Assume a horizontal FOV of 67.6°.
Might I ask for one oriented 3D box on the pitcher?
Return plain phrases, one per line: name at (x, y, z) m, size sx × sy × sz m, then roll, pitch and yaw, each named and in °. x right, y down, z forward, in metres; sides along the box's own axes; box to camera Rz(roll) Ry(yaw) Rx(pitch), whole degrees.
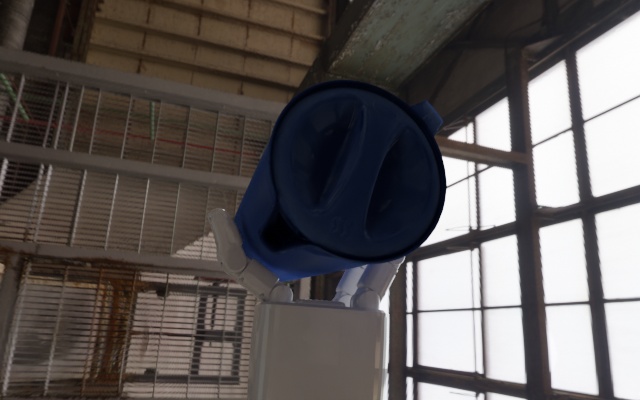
pitcher at (0.000, 0.002, 0.434) m, size 0.149 × 0.145 × 0.243 m, roll 8°, pitch -17°, yaw -18°
